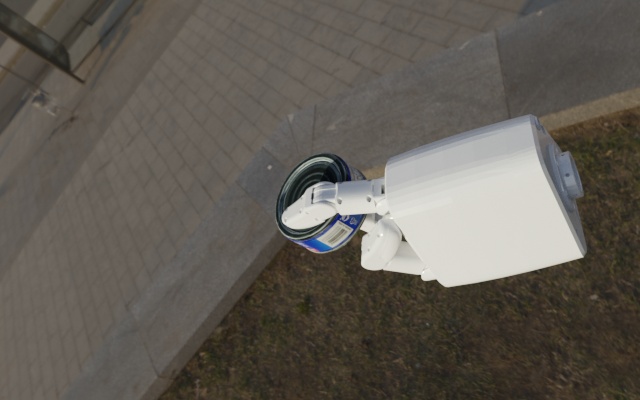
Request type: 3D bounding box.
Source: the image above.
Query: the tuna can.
[{"bbox_3d":[0.000,0.001,0.425,0.086,0.086,0.034,0,-23,44],"label":"tuna can"}]
